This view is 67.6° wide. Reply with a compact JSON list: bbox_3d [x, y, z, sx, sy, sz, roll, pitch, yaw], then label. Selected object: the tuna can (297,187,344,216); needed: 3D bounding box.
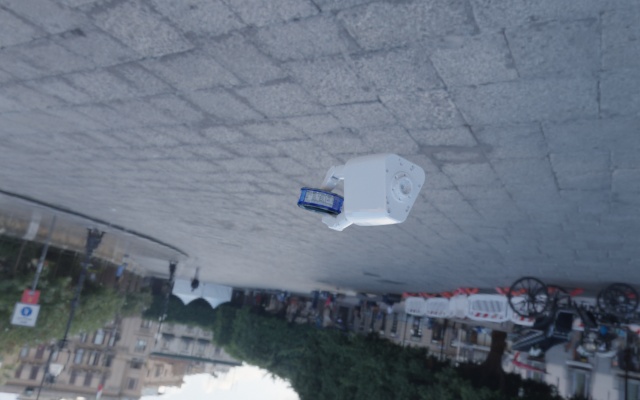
[{"bbox_3d":[0.000,0.003,0.895,0.086,0.033,0.086,13,-8,2],"label":"tuna can"}]
